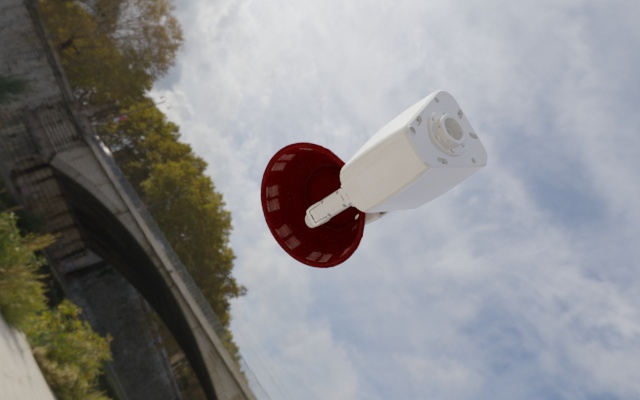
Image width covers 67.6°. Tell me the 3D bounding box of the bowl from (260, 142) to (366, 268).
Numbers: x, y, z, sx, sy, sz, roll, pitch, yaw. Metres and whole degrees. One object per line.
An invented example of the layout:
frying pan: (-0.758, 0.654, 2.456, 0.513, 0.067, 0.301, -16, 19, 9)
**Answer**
bowl: (-0.001, 0.002, 0.613, 0.162, 0.162, 0.055, 0, 14, 36)
